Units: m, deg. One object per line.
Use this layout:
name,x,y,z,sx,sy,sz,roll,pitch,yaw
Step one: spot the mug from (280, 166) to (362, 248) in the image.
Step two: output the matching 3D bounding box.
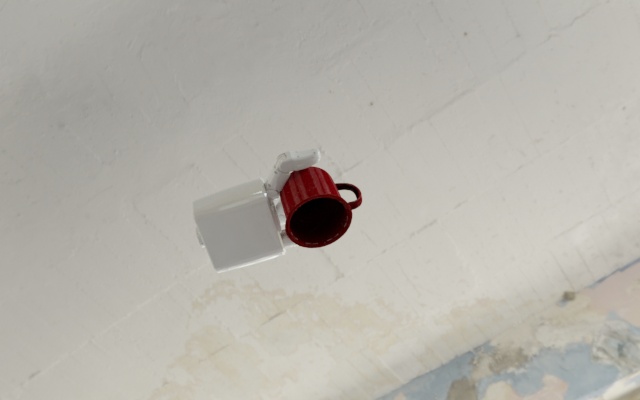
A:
mug,0.001,0.002,0.668,0.117,0.093,0.081,-17,40,-5
